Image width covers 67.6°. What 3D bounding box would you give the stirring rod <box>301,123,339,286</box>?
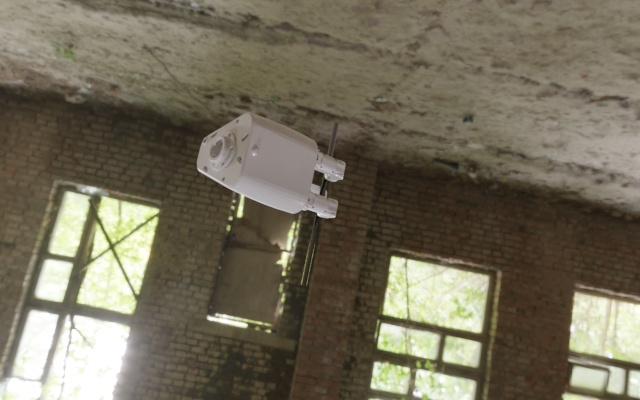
[{"bbox_3d":[0.000,0.002,0.688,0.011,0.239,0.011,11,-10,2],"label":"stirring rod"}]
